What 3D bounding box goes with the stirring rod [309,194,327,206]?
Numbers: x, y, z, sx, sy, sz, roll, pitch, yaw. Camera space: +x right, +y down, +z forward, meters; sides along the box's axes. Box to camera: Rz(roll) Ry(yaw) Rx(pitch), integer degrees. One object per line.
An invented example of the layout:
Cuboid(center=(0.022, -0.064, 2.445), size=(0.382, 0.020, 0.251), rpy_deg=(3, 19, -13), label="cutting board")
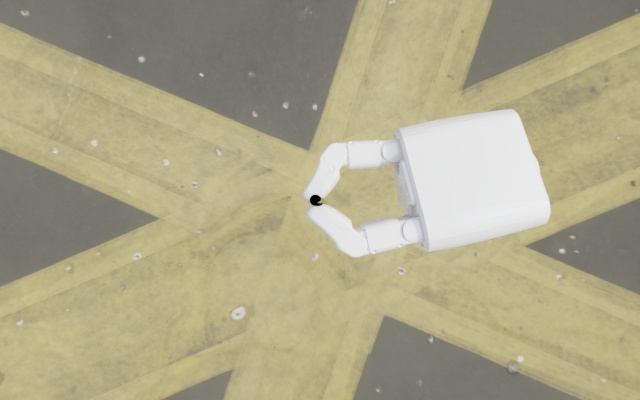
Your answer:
Cuboid(center=(0.000, 0.001, 0.444), size=(0.011, 0.011, 0.239), rpy_deg=(0, -1, 2), label="stirring rod")
